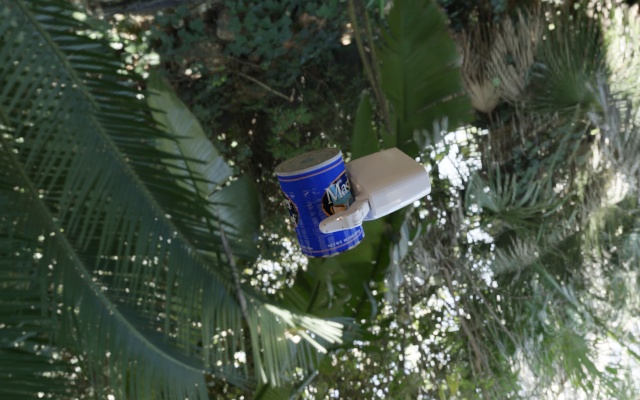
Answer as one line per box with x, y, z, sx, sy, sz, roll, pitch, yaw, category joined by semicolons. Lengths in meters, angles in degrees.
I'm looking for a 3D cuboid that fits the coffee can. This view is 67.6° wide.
0.000;0.002;0.729;0.103;0.140;0.102;-16;17;5;coffee can
